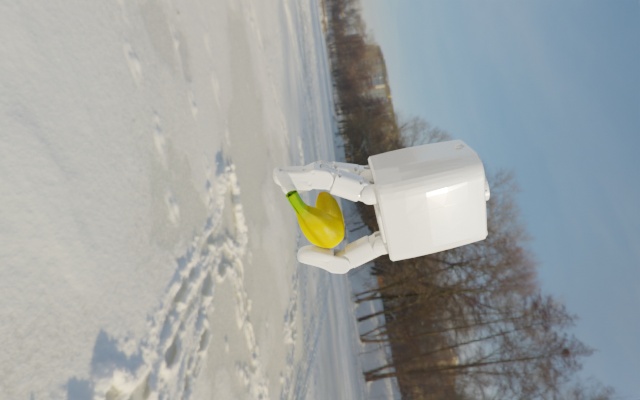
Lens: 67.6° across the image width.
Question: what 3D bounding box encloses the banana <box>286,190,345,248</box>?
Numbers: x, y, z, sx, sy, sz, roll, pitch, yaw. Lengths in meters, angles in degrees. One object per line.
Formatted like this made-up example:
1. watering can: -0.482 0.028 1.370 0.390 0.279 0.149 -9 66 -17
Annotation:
1. banana: 0.005 0.020 0.552 0.037 0.069 0.198 -18 -3 7
